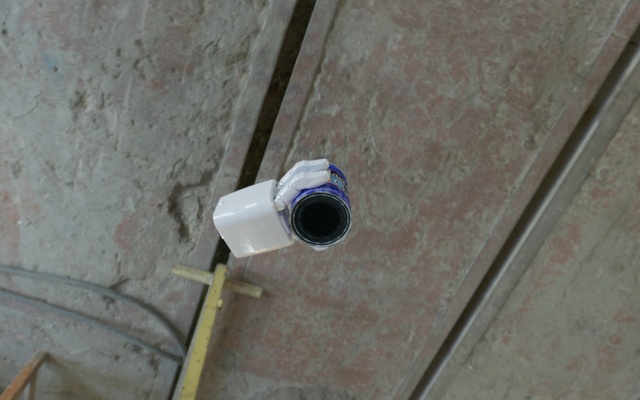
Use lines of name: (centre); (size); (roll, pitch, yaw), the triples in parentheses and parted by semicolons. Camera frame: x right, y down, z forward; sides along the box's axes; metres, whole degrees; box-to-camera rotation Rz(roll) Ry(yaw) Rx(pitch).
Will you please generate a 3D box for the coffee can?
coffee can: (0.000, 0.003, 0.833); (0.103, 0.103, 0.140); (0, 25, 0)
